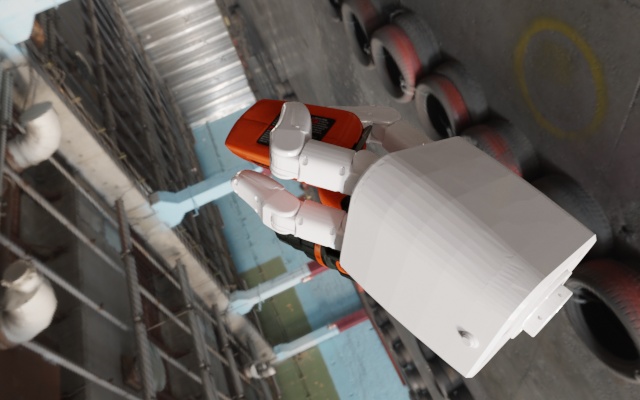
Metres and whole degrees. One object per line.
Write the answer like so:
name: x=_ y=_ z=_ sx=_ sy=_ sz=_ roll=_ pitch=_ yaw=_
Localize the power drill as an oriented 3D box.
power drill: x=0.000 y=0.001 z=0.404 sx=0.184 sy=0.057 sz=0.188 roll=15 pitch=-27 yaw=36
